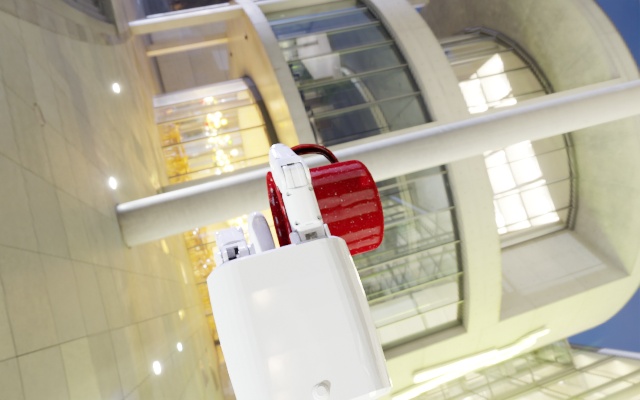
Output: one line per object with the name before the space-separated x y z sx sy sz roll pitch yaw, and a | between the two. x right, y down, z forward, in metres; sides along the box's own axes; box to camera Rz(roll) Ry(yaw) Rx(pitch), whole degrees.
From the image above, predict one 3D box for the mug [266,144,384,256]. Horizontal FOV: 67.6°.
mug | 0.000 0.000 0.419 0.081 0.117 0.093 -13 -26 -12
